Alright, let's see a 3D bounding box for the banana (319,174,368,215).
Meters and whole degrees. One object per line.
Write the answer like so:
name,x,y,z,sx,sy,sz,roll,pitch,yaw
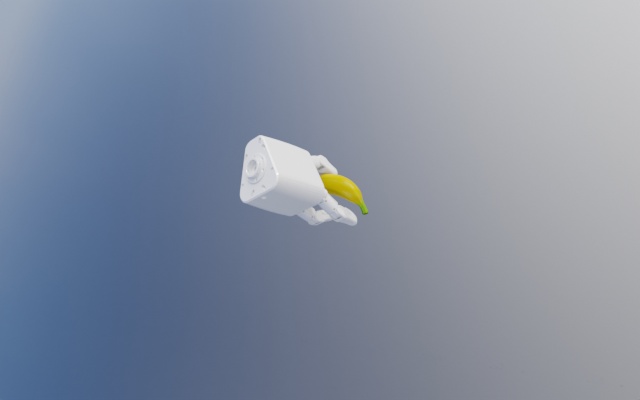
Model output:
banana,0.004,-0.015,0.893,0.198,0.069,0.037,5,0,43
